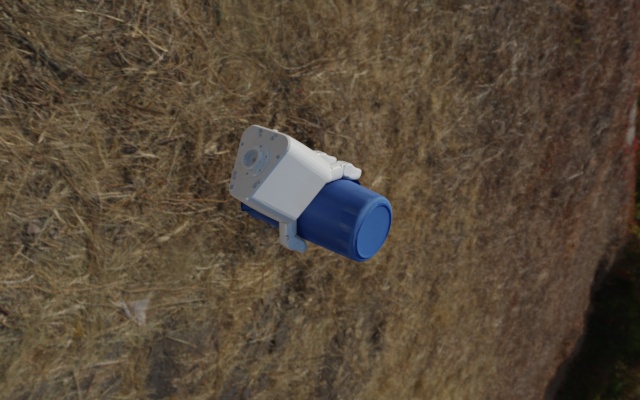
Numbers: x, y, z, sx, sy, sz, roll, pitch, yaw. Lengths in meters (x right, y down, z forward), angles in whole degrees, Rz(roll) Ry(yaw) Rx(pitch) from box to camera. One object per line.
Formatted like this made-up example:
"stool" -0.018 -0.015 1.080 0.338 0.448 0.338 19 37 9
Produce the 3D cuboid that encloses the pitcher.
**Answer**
"pitcher" 0.000 0.003 0.797 0.242 0.149 0.145 24 -6 36
